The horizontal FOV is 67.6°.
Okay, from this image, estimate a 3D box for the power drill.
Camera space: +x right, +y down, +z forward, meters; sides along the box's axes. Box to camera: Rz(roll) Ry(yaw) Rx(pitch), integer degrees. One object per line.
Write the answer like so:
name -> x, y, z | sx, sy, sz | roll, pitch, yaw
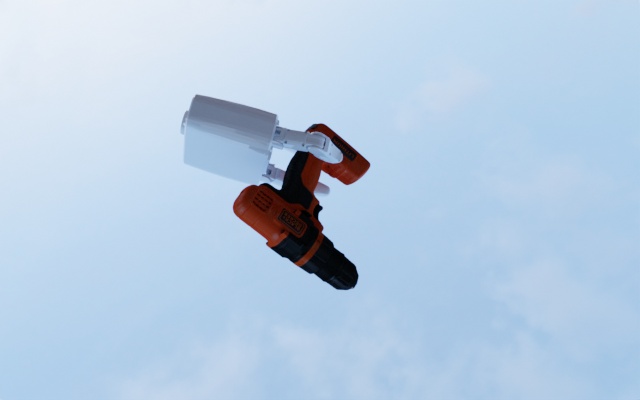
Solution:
power drill -> 0.000, 0.002, 0.623 | 0.184, 0.187, 0.057 | 40, -40, -14
